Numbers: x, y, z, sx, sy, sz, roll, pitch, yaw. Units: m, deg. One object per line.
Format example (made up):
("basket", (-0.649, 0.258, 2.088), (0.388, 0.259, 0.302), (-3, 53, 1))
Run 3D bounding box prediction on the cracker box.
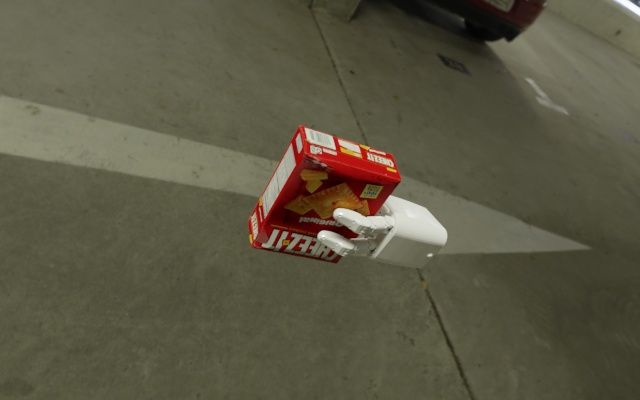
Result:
("cracker box", (0.000, 0.002, 0.757), (0.164, 0.072, 0.214), (14, -50, -24))
